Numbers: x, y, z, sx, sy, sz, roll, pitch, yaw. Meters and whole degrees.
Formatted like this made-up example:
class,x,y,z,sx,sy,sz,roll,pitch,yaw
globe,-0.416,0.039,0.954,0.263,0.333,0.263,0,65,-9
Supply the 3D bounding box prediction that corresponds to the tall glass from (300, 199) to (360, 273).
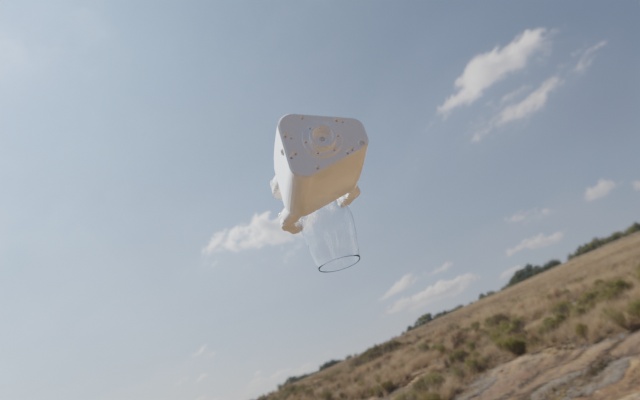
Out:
class,x,y,z,sx,sy,sz,roll,pitch,yaw
tall glass,0.000,0.002,0.709,0.079,0.201,0.079,-14,-23,-6
